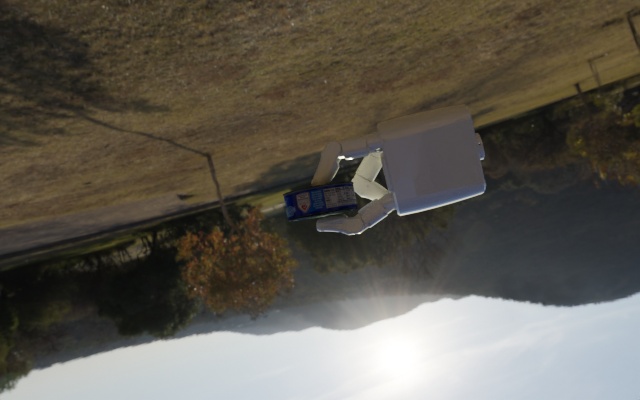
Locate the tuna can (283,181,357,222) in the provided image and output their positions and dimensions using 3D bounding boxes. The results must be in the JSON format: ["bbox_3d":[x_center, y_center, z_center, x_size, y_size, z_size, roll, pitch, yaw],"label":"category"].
[{"bbox_3d":[0.000,0.002,0.571,0.086,0.034,0.086,-10,-4,-1],"label":"tuna can"}]
